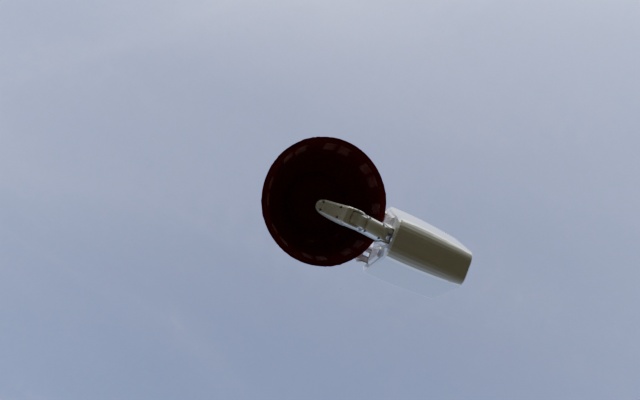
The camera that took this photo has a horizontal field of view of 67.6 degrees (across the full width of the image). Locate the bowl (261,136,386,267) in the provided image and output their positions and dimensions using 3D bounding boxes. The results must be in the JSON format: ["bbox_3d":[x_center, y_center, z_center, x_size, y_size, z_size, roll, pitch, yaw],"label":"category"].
[{"bbox_3d":[-0.001,0.001,0.614,0.162,0.162,0.055,0,-2,-16],"label":"bowl"}]
